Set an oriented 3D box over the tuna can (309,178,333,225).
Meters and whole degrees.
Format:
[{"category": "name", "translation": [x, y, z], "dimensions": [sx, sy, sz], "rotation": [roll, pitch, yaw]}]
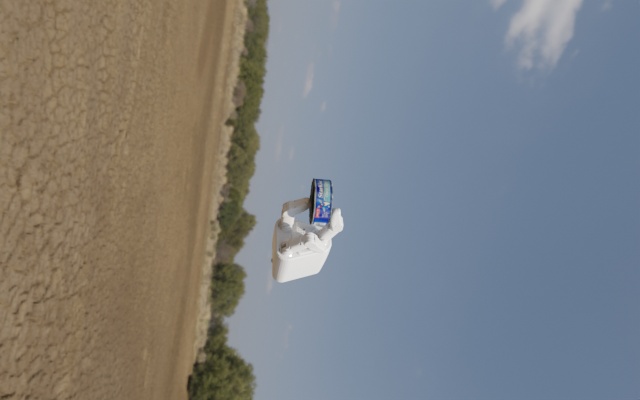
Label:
[{"category": "tuna can", "translation": [0.001, 0.003, 0.879], "dimensions": [0.034, 0.086, 0.086], "rotation": [4, -1, -7]}]
